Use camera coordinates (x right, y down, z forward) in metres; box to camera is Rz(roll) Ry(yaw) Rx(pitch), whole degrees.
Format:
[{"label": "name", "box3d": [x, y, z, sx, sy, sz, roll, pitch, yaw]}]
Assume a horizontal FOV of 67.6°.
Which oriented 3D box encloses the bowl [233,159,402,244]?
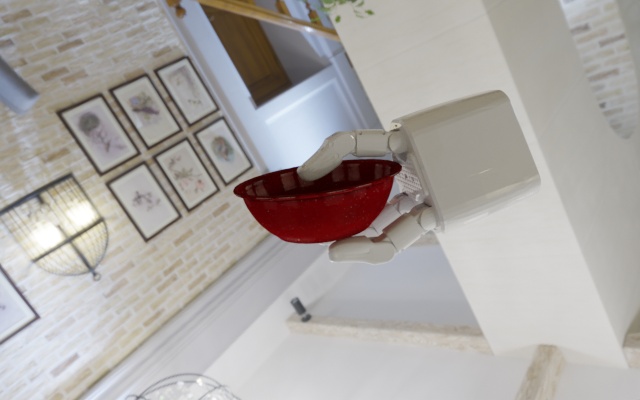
[{"label": "bowl", "box3d": [-0.001, 0.002, 0.462, 0.162, 0.055, 0.162, -7, 13, 2]}]
